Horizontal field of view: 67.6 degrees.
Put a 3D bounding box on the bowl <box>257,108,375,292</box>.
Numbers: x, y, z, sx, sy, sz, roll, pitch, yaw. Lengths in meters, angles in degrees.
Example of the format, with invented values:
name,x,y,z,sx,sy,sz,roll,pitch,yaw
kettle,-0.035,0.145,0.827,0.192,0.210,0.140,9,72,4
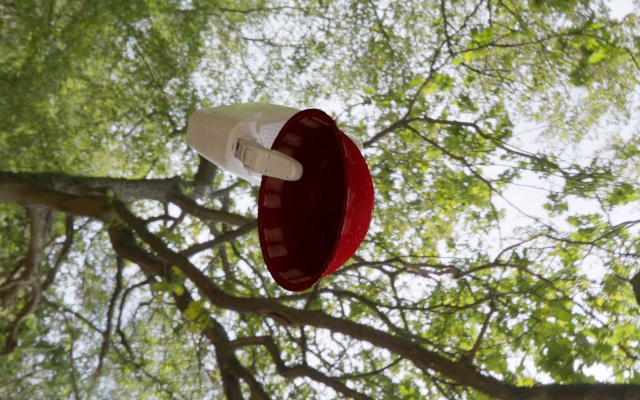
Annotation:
name,x,y,z,sx,sy,sz,roll,pitch,yaw
bowl,0.001,0.002,0.433,0.055,0.162,0.162,7,-4,-31
